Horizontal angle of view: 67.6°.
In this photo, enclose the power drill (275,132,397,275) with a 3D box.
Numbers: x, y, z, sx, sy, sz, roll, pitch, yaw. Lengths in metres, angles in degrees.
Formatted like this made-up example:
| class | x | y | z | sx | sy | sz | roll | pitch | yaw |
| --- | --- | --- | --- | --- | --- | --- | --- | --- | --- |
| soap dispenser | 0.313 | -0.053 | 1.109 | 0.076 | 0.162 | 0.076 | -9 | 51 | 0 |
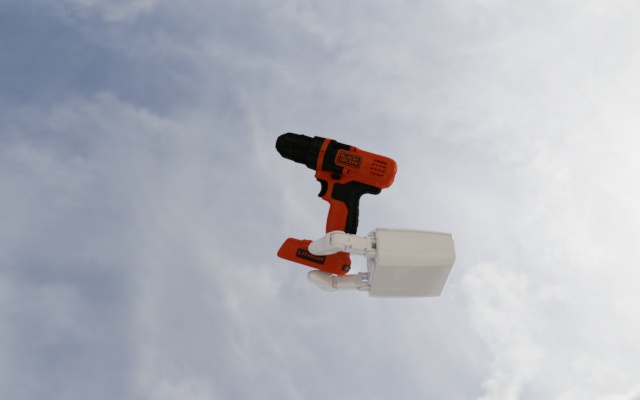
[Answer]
| class | x | y | z | sx | sy | sz | roll | pitch | yaw |
| --- | --- | --- | --- | --- | --- | --- | --- | --- | --- |
| power drill | 0.000 | 0.003 | 0.691 | 0.184 | 0.187 | 0.057 | 16 | -3 | 13 |
